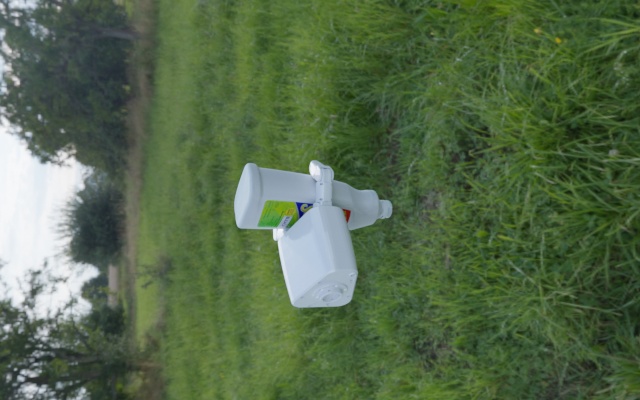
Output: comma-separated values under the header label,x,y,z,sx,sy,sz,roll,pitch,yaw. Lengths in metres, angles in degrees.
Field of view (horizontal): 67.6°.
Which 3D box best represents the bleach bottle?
label,x,y,z,sx,sy,sz,roll,pitch,yaw
bleach bottle,0.000,0.002,0.742,0.251,0.068,0.103,4,-40,-23
